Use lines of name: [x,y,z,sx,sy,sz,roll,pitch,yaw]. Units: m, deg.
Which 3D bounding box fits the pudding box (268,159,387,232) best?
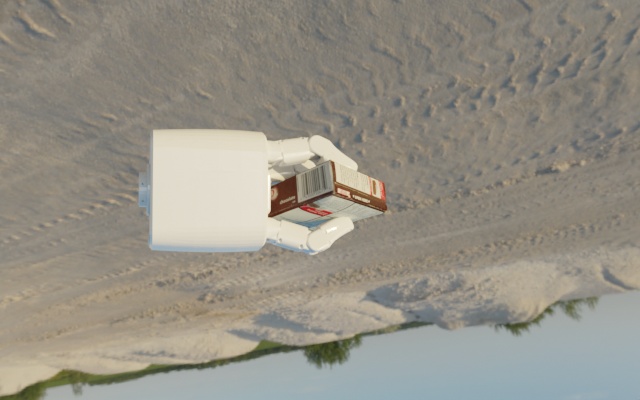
pudding box: [0.000,0.002,0.510,0.113,0.039,0.090,-19,-24,39]
